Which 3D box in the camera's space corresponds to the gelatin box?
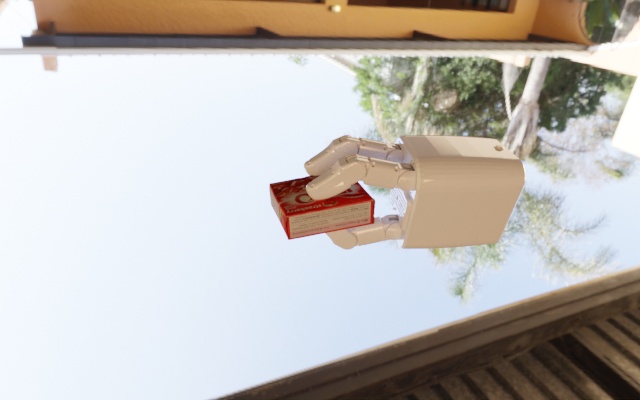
[{"bbox_3d":[0.000,0.002,0.473,0.089,0.030,0.073,-11,29,-14],"label":"gelatin box"}]
